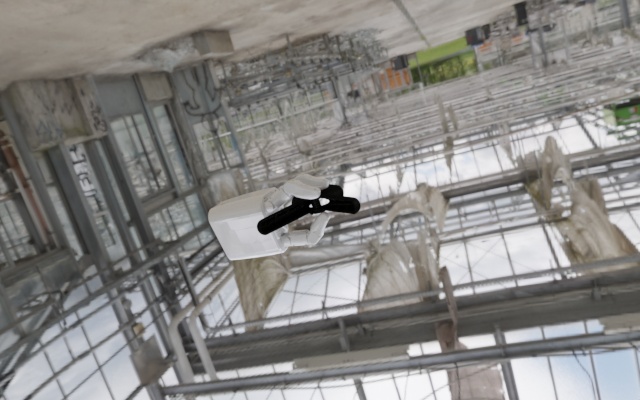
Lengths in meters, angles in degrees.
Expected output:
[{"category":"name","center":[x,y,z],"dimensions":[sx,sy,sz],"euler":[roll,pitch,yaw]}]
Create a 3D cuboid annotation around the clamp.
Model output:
[{"category":"clamp","center":[0.000,0.003,0.811],"dimensions":[0.164,0.036,0.210],"euler":[-11,12,17]}]
